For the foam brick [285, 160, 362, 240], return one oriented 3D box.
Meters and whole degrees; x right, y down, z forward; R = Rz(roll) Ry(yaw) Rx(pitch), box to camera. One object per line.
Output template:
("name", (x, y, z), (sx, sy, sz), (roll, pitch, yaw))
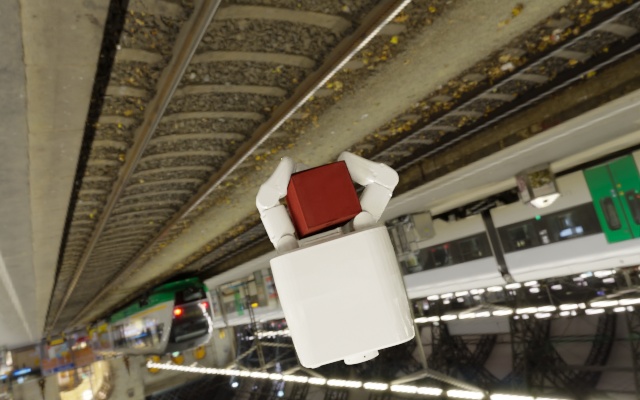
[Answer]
("foam brick", (0.000, 0.001, 0.450), (0.053, 0.051, 0.078), (-16, -9, -12))
